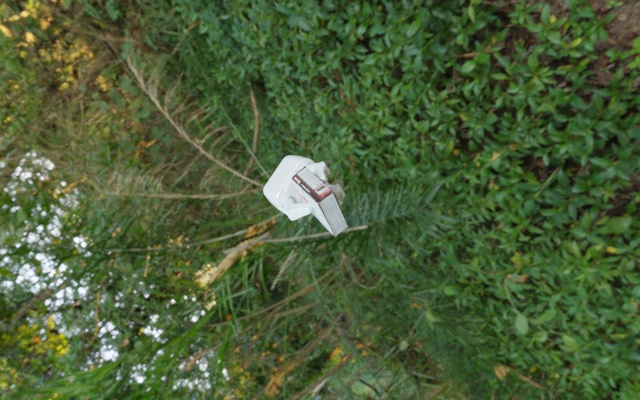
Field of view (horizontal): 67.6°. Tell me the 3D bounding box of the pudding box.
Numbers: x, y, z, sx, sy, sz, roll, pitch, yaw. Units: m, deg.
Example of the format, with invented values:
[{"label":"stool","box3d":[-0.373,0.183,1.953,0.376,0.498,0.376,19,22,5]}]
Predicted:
[{"label":"pudding box","box3d":[0.000,0.003,0.870,0.090,0.039,0.114,42,-12,38]}]
